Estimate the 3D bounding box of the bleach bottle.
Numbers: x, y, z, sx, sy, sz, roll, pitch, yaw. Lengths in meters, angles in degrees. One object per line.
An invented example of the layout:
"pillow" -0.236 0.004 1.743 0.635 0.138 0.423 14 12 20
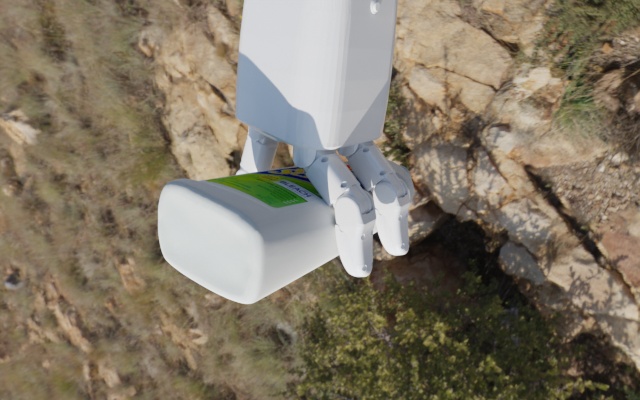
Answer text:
"bleach bottle" 0.000 0.001 0.400 0.102 0.068 0.251 21 25 31
